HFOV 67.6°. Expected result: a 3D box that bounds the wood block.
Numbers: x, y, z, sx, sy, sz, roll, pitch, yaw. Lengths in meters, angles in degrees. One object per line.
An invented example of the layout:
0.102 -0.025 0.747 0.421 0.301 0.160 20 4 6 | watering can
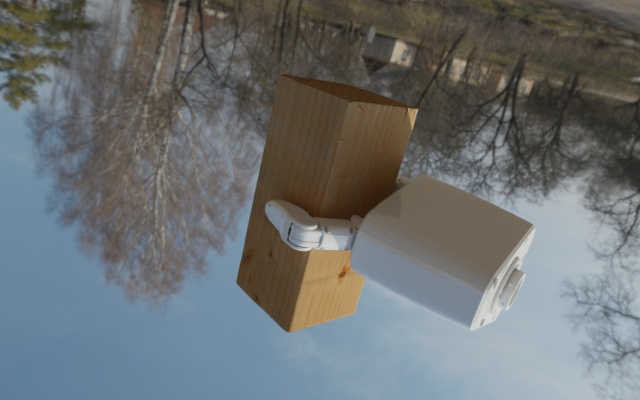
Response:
0.000 0.002 0.436 0.091 0.206 0.090 -4 26 -42 | wood block
